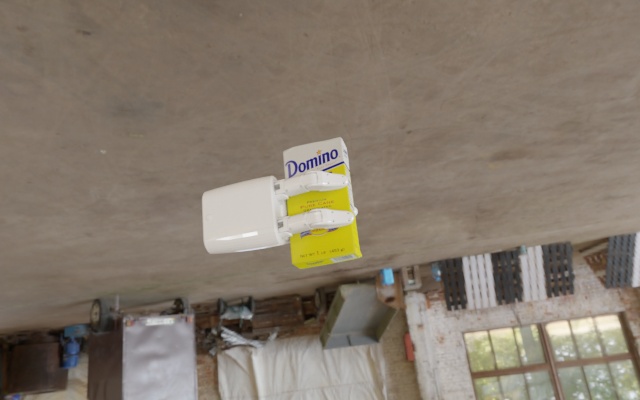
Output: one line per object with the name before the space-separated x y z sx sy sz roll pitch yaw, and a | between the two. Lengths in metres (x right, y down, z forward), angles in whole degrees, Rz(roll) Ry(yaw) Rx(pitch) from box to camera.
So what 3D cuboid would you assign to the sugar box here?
sugar box | 0.000 0.002 0.684 0.093 0.176 0.048 -12 -19 12
